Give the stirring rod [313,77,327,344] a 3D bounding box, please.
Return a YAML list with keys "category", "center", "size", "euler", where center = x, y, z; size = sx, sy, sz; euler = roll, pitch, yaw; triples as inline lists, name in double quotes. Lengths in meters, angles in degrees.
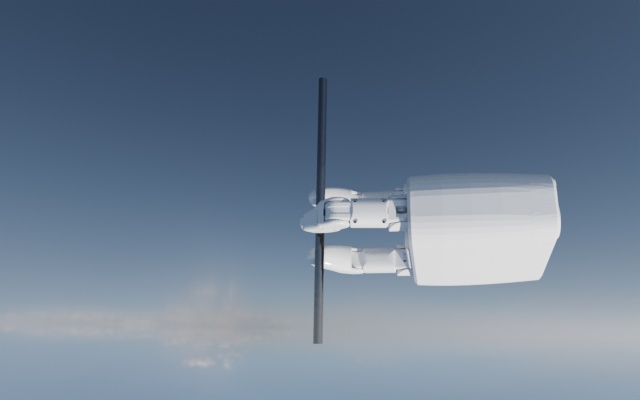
- category: "stirring rod"
  center: [0.000, 0.001, 0.422]
  size: [0.011, 0.239, 0.011]
  euler: [1, -15, 0]
